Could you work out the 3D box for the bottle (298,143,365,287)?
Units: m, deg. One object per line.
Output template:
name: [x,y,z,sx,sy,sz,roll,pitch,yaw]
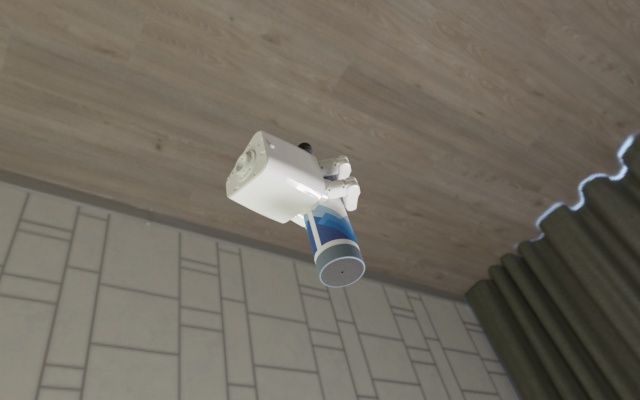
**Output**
bottle: [0.000,0.003,0.770,0.069,0.069,0.295,0,42,-16]
